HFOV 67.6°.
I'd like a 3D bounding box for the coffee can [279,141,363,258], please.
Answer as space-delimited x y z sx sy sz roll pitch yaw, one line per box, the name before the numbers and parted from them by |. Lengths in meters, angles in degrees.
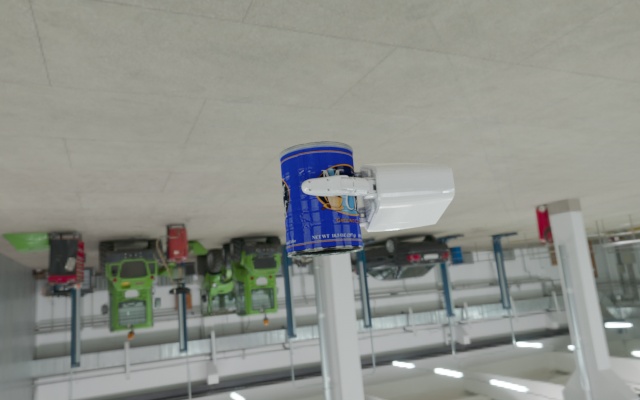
coffee can | 0.000 0.002 0.650 0.103 0.140 0.103 -5 -11 -1
